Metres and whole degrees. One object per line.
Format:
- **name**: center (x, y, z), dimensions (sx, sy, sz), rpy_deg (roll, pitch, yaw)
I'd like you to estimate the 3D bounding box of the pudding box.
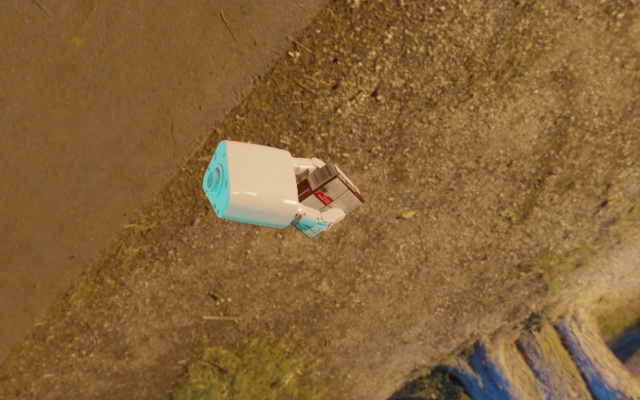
- **pudding box**: center (0.000, 0.003, 0.751), dimensions (0.113, 0.039, 0.090), rpy_deg (-34, -43, 14)
